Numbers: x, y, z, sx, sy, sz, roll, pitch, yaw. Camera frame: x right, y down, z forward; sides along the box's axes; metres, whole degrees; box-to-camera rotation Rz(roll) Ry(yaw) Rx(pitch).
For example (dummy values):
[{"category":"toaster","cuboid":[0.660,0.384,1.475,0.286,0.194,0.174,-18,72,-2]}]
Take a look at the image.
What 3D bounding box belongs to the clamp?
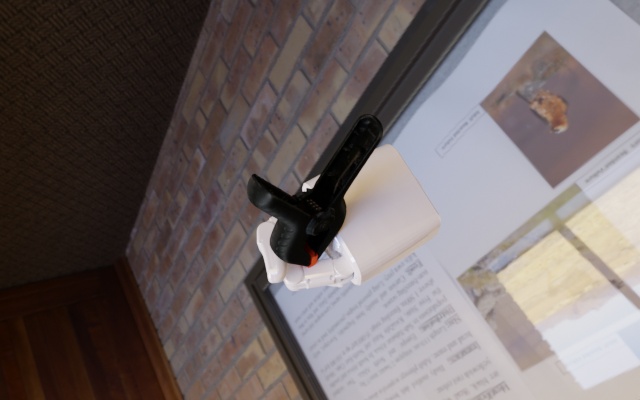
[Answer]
[{"category":"clamp","cuboid":[0.000,0.002,0.408,0.120,0.039,0.172,-30,-24,-15]}]
